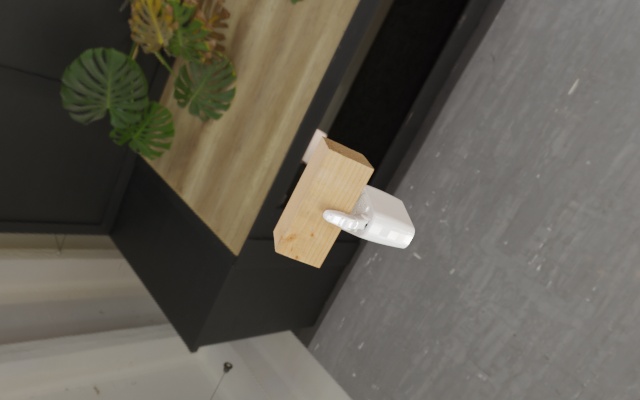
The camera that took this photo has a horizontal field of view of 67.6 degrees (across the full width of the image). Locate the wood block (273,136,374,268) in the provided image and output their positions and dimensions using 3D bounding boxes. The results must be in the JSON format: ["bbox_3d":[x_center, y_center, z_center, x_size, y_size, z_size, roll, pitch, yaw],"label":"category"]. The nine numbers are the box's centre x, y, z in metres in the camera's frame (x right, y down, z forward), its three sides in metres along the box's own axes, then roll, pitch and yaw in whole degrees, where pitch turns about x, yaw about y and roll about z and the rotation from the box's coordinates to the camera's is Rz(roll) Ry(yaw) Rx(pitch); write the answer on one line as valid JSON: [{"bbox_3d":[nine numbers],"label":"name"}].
[{"bbox_3d":[0.000,0.003,0.856,0.090,0.206,0.090,23,16,-17],"label":"wood block"}]
